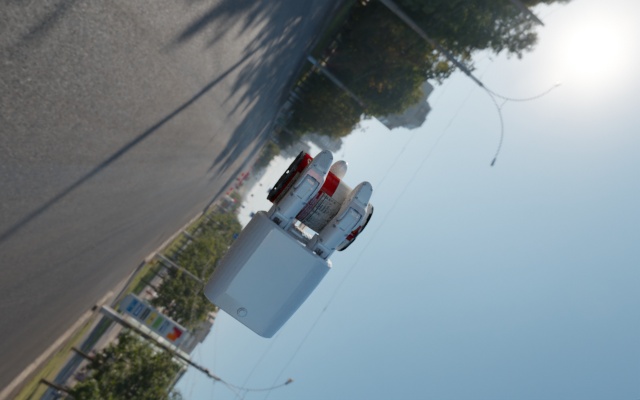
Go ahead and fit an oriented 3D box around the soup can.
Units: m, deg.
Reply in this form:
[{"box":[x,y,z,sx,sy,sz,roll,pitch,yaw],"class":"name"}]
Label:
[{"box":[0.001,0.002,0.534,0.102,0.068,0.068,38,-7,-9],"class":"soup can"}]
